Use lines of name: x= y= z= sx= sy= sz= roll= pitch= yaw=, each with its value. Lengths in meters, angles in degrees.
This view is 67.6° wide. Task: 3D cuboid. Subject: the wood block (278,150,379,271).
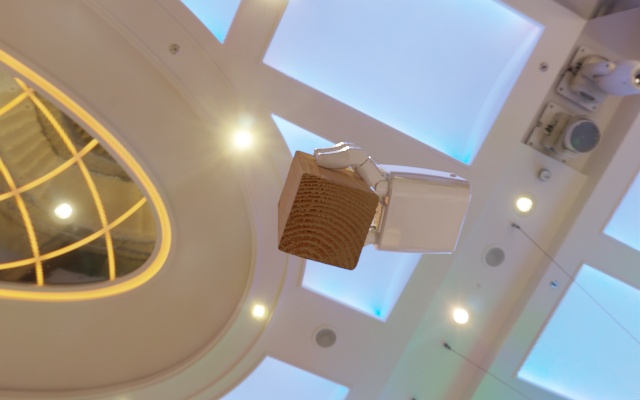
wood block: x=0.000 y=0.002 z=0.605 sx=0.090 sy=0.091 sz=0.206 roll=17 pitch=10 yaw=-8
